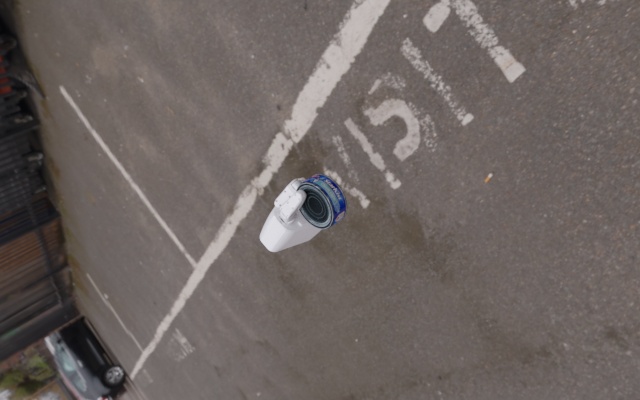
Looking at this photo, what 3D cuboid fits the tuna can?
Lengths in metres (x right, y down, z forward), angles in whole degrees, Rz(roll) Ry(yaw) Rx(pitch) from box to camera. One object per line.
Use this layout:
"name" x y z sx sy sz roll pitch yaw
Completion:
"tuna can" 0.000 0.003 0.770 0.033 0.086 0.086 -32 21 -37
